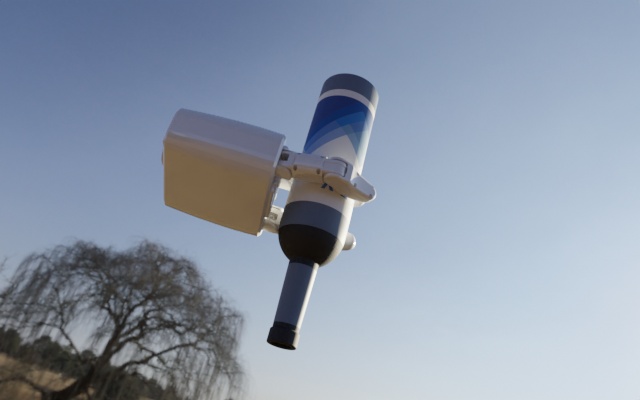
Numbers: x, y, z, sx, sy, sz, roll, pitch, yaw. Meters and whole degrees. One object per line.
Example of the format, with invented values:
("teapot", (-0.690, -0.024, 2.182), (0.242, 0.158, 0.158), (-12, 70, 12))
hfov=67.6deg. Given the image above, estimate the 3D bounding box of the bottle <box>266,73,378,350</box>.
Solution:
("bottle", (0.000, 0.001, 0.485), (0.069, 0.295, 0.069), (12, -28, 6))
